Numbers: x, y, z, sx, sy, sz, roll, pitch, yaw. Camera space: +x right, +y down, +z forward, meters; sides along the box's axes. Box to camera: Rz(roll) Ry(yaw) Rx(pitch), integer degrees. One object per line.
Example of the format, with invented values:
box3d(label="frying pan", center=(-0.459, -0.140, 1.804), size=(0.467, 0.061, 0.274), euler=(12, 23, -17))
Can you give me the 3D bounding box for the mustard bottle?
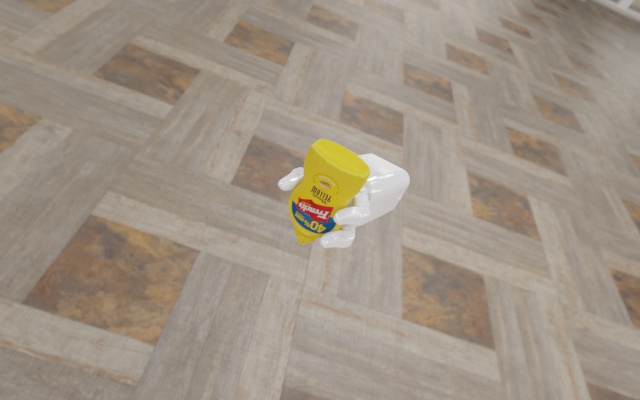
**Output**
box3d(label="mustard bottle", center=(0.000, 0.002, 0.755), size=(0.096, 0.192, 0.058), euler=(31, 40, 7))
